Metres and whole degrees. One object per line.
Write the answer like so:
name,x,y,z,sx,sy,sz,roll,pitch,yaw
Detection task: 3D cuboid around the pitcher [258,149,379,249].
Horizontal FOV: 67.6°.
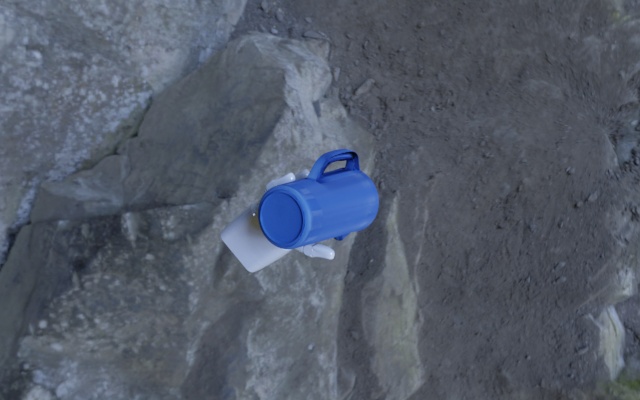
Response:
pitcher,0.000,0.003,0.872,0.145,0.149,0.243,-33,-10,30
